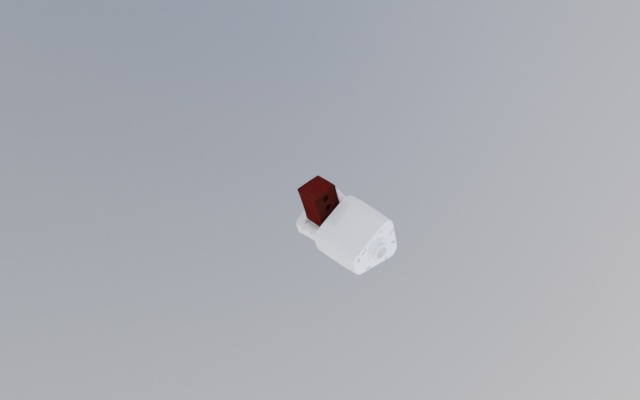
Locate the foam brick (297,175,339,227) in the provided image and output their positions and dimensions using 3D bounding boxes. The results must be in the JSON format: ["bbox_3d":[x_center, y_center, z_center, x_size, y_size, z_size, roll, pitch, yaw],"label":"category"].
[{"bbox_3d":[0.000,0.003,0.894,0.053,0.078,0.051,-37,45,-21],"label":"foam brick"}]
